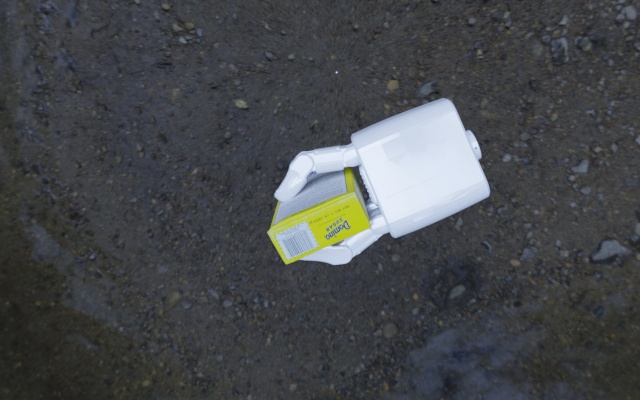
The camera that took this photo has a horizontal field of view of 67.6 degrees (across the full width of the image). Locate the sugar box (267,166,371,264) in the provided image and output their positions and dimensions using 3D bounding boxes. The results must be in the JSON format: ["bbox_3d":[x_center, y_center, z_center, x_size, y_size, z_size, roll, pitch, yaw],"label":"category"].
[{"bbox_3d":[0.000,0.002,0.528,0.093,0.048,0.176,-23,13,8],"label":"sugar box"}]
